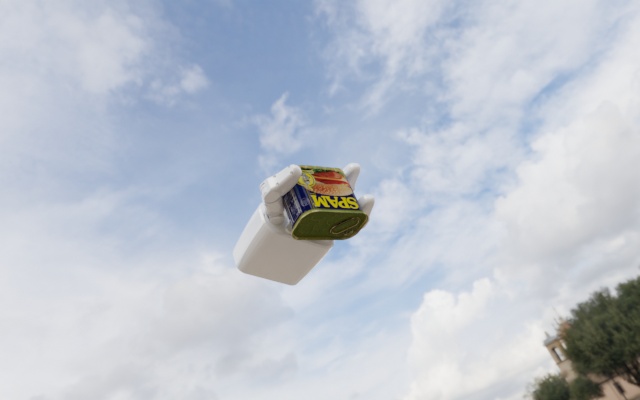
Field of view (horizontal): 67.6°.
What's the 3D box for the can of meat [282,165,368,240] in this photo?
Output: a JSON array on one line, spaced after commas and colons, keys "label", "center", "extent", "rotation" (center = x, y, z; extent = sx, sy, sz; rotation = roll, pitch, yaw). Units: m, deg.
[{"label": "can of meat", "center": [0.000, 0.002, 0.626], "extent": [0.102, 0.084, 0.057], "rotation": [3, -43, -33]}]
